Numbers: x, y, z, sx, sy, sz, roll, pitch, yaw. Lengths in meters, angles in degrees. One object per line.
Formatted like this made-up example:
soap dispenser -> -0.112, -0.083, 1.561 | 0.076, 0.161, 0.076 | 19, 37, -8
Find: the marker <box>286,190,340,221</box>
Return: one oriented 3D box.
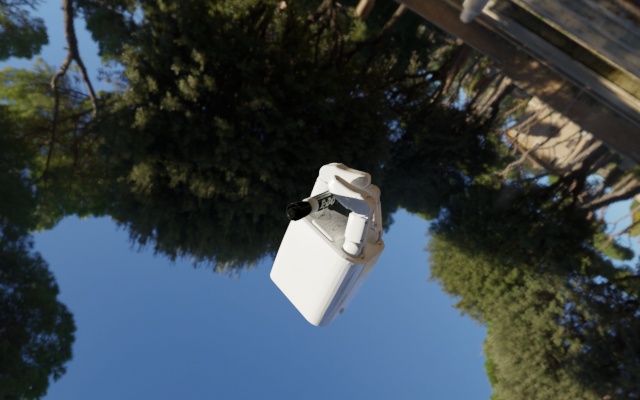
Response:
marker -> 0.000, 0.002, 0.523 | 0.020, 0.020, 0.121 | 0, 11, 29
